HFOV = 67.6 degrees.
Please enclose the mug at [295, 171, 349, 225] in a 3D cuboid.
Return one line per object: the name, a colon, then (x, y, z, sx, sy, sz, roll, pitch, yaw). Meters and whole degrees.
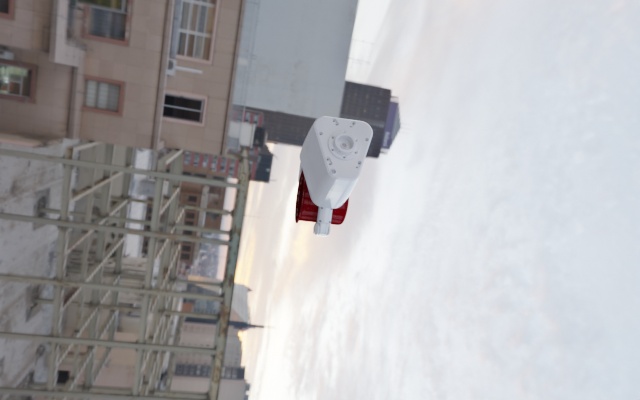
mug: (0.000, 0.003, 0.847, 0.081, 0.093, 0.117, 7, -21, -9)
